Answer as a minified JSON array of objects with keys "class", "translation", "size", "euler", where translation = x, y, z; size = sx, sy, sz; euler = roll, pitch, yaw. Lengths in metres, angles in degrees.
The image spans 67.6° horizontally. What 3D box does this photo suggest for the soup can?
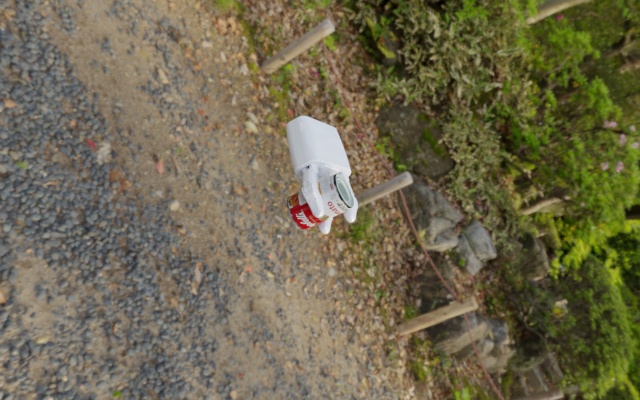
[{"class":"soup can","translation":[0.000,0.003,0.850],"size":[0.102,0.068,0.068],"euler":[-25,-9,20]}]
